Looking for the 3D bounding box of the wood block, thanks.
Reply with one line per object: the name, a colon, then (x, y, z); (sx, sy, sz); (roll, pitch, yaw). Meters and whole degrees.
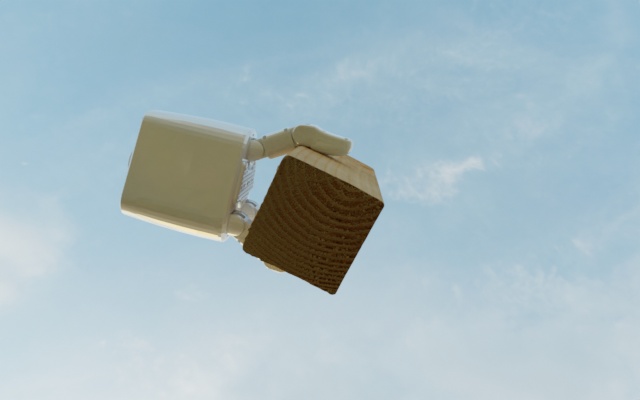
wood block: (0.000, 0.001, 0.481); (0.090, 0.091, 0.206); (26, 12, -1)
